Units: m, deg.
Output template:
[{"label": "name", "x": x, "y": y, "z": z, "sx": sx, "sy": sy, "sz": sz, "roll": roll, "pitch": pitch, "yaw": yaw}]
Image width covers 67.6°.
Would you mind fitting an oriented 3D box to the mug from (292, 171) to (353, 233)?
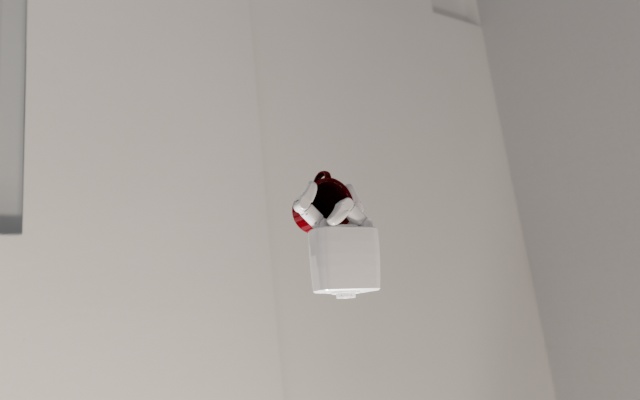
[{"label": "mug", "x": 0.000, "y": 0.002, "z": 0.877, "sx": 0.093, "sy": 0.117, "sz": 0.081, "roll": 9, "pitch": -20, "yaw": -30}]
